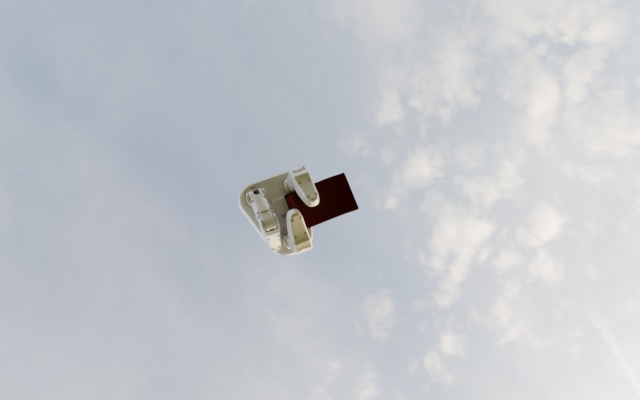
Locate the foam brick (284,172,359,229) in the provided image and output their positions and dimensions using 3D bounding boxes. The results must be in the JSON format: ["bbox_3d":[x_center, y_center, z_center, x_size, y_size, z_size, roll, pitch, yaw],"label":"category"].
[{"bbox_3d":[0.000,0.002,0.626,0.078,0.053,0.051,-20,0,-13],"label":"foam brick"}]
